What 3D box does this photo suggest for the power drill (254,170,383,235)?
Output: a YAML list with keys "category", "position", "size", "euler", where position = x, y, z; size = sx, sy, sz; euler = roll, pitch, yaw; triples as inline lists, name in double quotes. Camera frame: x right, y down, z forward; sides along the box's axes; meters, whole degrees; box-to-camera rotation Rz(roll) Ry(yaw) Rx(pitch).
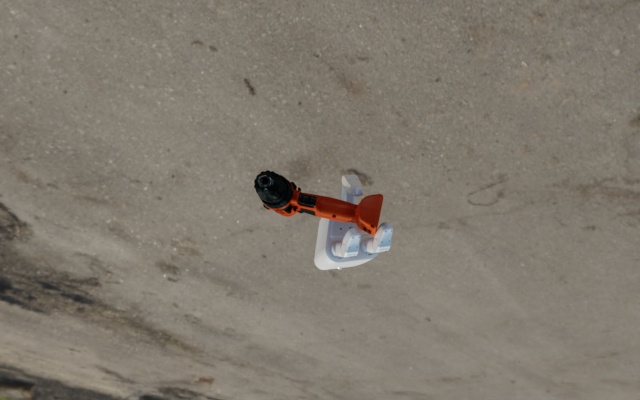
- category: "power drill"
  position: [0.001, 0.003, 0.733]
  size: [0.187, 0.057, 0.184]
  euler: [13, -7, 9]
